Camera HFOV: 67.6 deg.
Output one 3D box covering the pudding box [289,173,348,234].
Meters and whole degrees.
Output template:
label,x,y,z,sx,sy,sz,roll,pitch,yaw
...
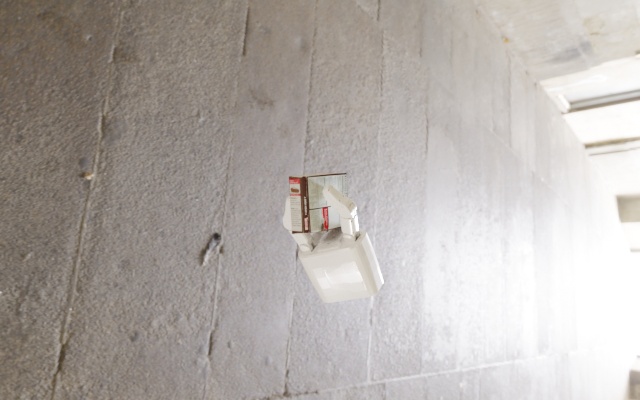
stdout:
label,x,y,z,sx,sy,sz,roll,pitch,yaw
pudding box,0.000,0.003,0.756,0.039,0.090,0.113,-1,4,35
